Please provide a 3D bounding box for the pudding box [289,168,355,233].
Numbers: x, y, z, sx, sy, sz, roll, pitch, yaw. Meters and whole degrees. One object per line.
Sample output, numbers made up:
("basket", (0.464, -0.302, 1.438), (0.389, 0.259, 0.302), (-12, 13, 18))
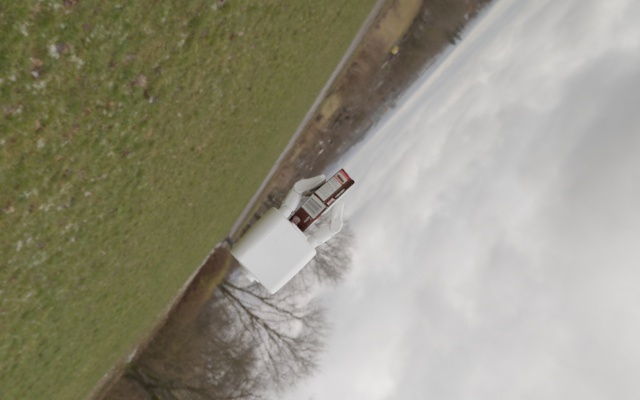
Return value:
("pudding box", (0.000, 0.003, 0.845), (0.090, 0.039, 0.113), (-43, 0, -39))
